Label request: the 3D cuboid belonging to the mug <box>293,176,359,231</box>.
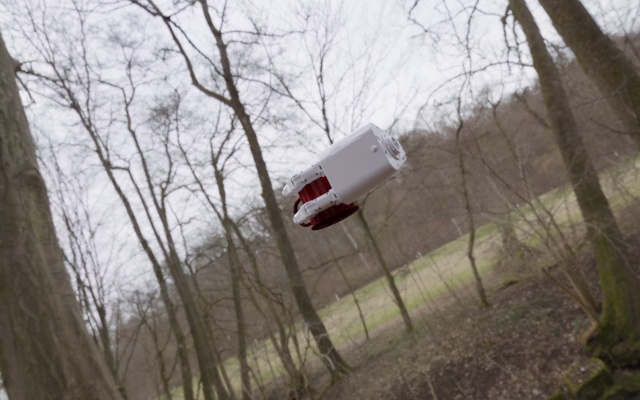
[{"bbox_3d":[-0.001,0.003,0.856,0.117,0.081,0.093,-32,-14,26],"label":"mug"}]
